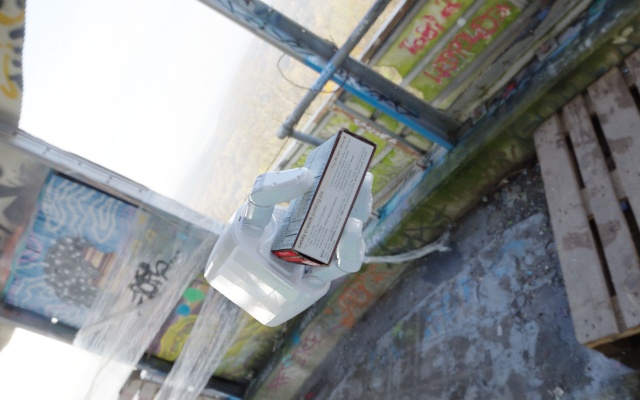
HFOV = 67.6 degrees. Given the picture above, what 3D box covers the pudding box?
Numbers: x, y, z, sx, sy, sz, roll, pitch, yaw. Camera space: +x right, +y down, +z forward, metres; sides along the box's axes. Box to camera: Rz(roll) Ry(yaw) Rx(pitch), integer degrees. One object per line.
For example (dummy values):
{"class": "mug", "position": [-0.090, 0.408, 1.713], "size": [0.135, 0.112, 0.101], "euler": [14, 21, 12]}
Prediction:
{"class": "pudding box", "position": [0.000, 0.001, 0.420], "size": [0.039, 0.113, 0.090], "euler": [24, -12, -14]}
